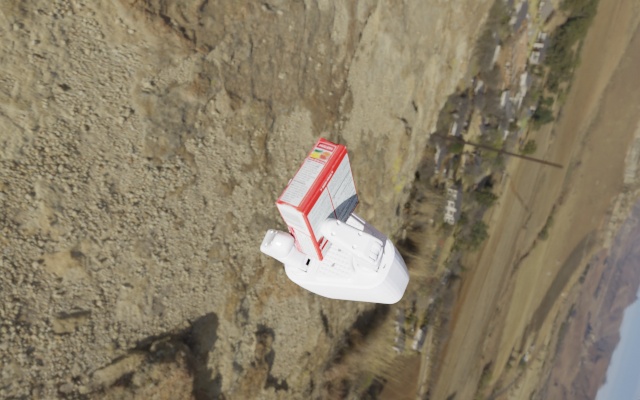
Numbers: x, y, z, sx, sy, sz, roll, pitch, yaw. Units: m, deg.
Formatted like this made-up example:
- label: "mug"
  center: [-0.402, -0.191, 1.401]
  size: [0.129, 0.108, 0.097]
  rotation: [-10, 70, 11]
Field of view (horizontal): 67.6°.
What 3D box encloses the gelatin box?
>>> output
- label: "gelatin box"
  center: [0.000, 0.001, 0.422]
  size: [0.030, 0.073, 0.089]
  rotation: [21, -26, 24]
